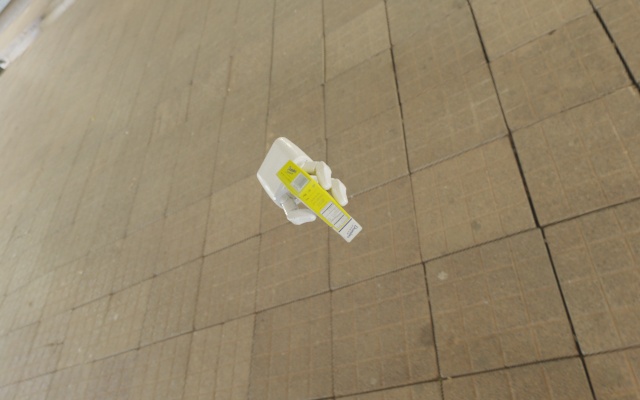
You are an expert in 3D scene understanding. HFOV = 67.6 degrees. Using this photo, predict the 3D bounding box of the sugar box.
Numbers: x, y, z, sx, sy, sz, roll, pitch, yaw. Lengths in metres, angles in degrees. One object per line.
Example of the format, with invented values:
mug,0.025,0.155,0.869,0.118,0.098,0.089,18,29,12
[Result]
sugar box,0.000,0.002,0.900,0.176,0.048,0.093,40,4,-42
